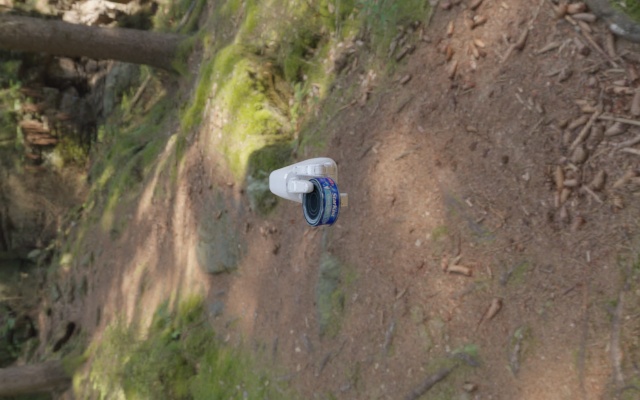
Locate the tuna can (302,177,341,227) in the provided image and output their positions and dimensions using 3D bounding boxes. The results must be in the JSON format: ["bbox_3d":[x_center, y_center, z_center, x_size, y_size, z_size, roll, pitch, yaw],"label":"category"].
[{"bbox_3d":[0.000,0.003,0.822,0.034,0.086,0.086,0,0,-27],"label":"tuna can"}]
